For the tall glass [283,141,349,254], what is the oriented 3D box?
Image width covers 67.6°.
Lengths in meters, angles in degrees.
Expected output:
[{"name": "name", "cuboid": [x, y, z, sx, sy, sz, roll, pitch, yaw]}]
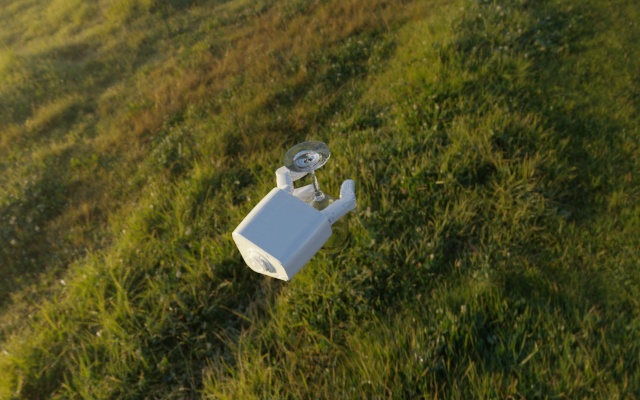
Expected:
[{"name": "tall glass", "cuboid": [0.000, 0.002, 0.799, 0.079, 0.201, 0.079, -9, 43, 9]}]
